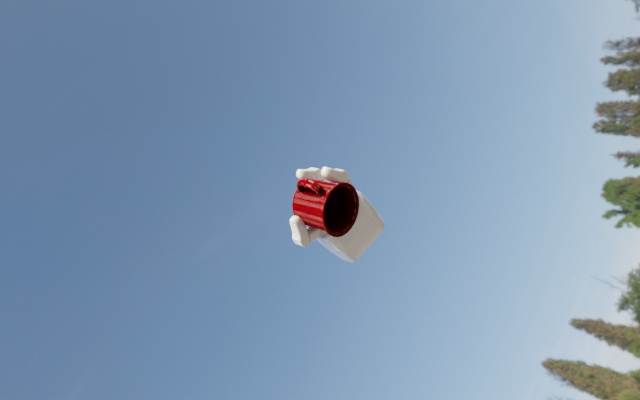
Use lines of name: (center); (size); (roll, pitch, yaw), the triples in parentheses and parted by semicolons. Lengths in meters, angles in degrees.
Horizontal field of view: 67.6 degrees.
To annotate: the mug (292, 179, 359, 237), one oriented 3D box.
mug: (-0.001, 0.002, 0.810); (0.081, 0.093, 0.117); (13, -24, 42)
